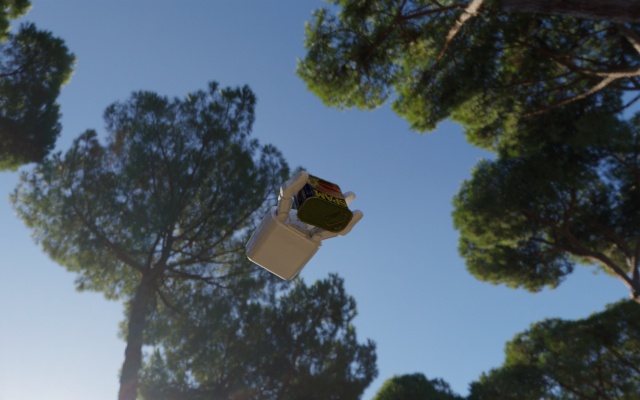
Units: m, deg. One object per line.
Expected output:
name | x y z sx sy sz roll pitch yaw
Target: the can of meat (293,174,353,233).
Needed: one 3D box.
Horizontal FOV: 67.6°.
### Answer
can of meat | 0.000 0.003 0.874 0.102 0.057 0.084 21 29 -27
